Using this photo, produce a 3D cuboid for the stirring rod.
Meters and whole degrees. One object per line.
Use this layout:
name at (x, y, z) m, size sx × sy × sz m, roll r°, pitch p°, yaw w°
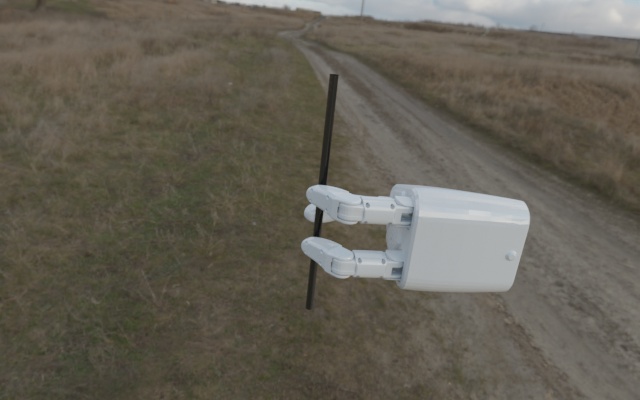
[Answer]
stirring rod at (0.000, 0.002, 0.461) m, size 0.011 × 0.240 × 0.011 m, roll 5°, pitch 21°, yaw -2°
